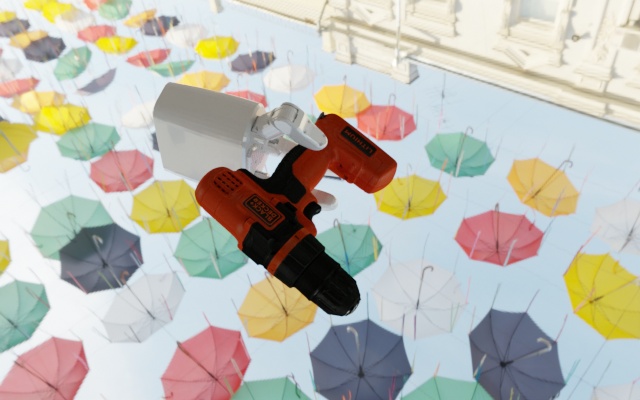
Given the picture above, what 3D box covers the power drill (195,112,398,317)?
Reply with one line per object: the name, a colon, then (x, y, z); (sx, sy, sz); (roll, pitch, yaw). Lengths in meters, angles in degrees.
power drill: (0.000, 0.001, 0.477); (0.187, 0.184, 0.057); (-43, -10, -40)
